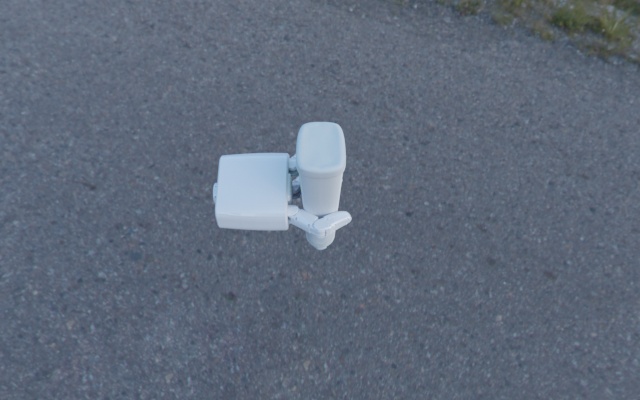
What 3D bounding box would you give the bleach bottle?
[{"bbox_3d":[0.000,0.002,0.742,0.068,0.102,0.251,0,-39,0],"label":"bleach bottle"}]
